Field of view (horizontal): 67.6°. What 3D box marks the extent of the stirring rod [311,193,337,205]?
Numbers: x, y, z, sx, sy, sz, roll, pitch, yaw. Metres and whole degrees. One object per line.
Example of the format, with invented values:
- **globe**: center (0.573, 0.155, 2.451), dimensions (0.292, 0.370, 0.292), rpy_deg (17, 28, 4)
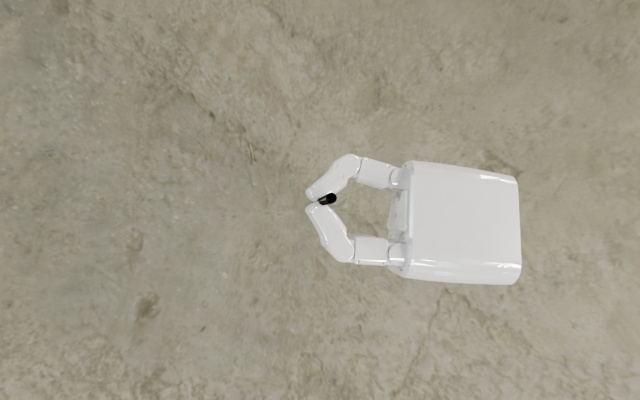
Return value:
- **stirring rod**: center (0.000, 0.001, 0.463), dimensions (0.011, 0.011, 0.239), rpy_deg (0, -2, -4)
